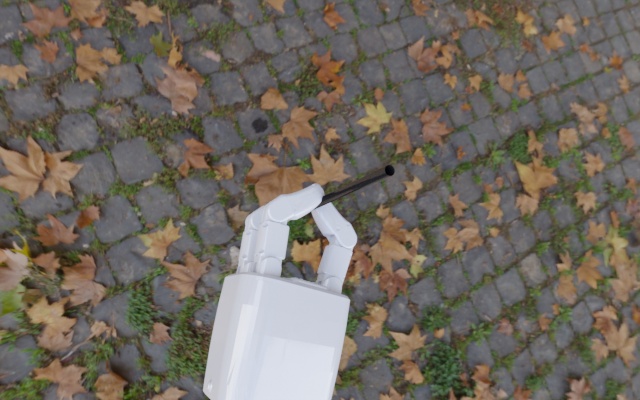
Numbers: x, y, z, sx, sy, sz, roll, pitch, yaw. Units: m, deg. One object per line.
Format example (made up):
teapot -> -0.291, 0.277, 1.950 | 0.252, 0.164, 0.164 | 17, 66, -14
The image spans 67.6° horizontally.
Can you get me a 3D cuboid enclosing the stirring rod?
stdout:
stirring rod -> 0.000, 0.002, 0.438 | 0.011, 0.011, 0.239 | 0, -11, -24
